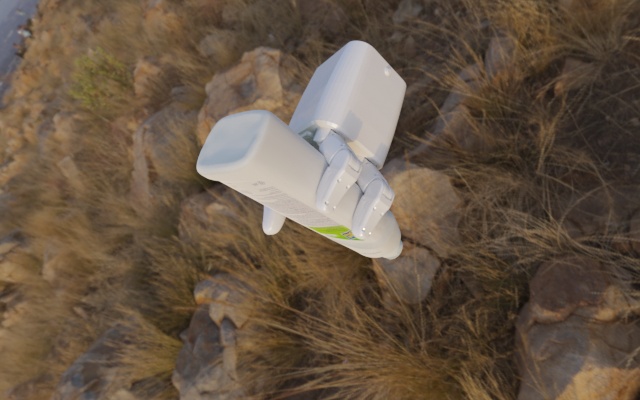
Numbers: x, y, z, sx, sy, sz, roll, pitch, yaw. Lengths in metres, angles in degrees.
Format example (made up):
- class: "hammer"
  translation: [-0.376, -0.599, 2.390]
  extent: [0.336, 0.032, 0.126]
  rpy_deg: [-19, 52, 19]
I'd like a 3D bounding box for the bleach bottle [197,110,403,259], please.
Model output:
- class: "bleach bottle"
  translation: [0.000, 0.002, 0.507]
  extent: [0.102, 0.068, 0.251]
  rpy_deg: [2, -26, 47]
